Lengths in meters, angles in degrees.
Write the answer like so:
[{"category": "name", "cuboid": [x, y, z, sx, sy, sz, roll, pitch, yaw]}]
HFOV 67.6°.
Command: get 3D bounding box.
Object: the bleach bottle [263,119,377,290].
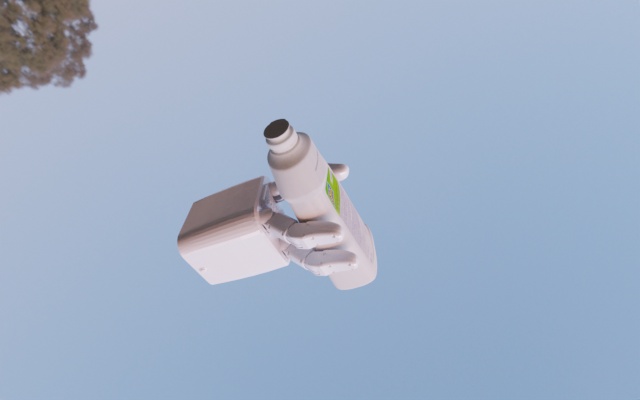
[{"category": "bleach bottle", "cuboid": [0.000, 0.002, 0.559, 0.068, 0.102, 0.251, -18, -45, 11]}]
